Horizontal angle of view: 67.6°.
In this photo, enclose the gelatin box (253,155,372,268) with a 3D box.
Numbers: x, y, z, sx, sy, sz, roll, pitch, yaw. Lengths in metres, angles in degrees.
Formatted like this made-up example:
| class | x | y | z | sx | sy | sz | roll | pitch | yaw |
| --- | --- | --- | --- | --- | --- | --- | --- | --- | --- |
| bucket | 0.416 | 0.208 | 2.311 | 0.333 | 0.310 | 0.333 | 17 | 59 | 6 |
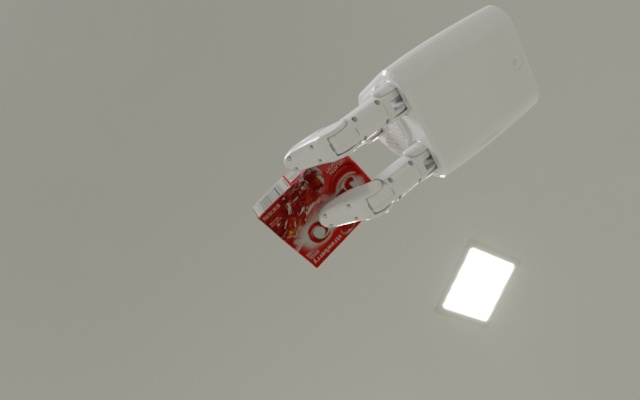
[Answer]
| class | x | y | z | sx | sy | sz | roll | pitch | yaw |
| --- | --- | --- | --- | --- | --- | --- | --- | --- | --- |
| gelatin box | 0.000 | 0.001 | 0.404 | 0.073 | 0.089 | 0.030 | 43 | 2 | -28 |
